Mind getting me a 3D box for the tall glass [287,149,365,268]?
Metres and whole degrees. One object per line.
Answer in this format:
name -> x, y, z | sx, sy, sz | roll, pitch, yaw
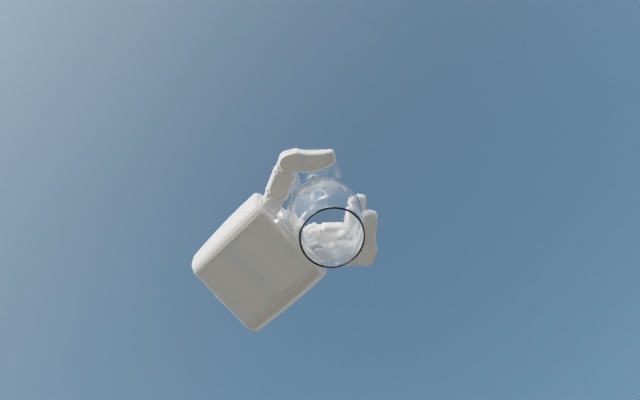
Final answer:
tall glass -> 0.000, 0.001, 0.530 | 0.079, 0.079, 0.201 | 0, 19, -7
